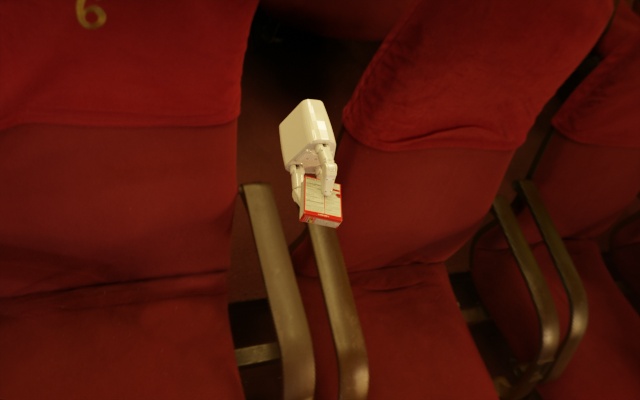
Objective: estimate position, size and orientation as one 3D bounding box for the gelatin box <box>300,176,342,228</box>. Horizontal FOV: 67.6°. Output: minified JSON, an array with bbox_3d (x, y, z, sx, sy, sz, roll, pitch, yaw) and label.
[{"bbox_3d":[0.000,0.003,0.880,0.073,0.089,0.030,12,-39,-17],"label":"gelatin box"}]
